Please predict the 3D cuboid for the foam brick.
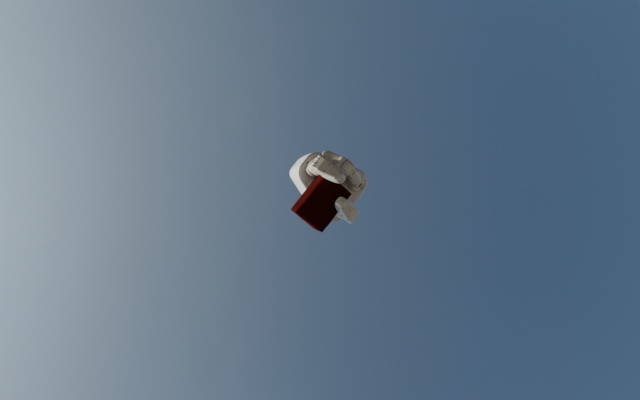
[{"bbox_3d":[0.000,0.003,0.739,0.053,0.078,0.051,40,-8,-13],"label":"foam brick"}]
